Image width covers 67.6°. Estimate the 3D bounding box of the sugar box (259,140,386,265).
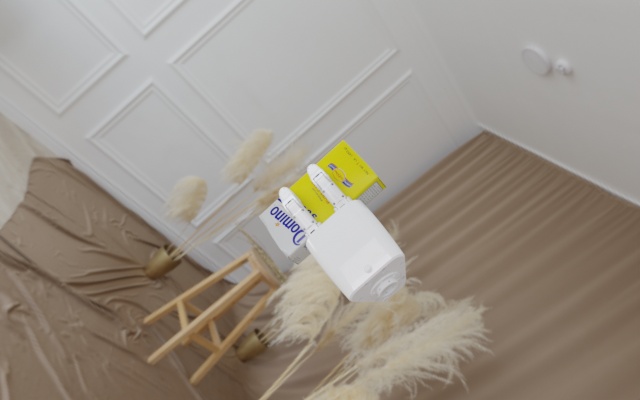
[{"bbox_3d":[0.000,0.002,0.713,0.093,0.176,0.048,51,4,33],"label":"sugar box"}]
